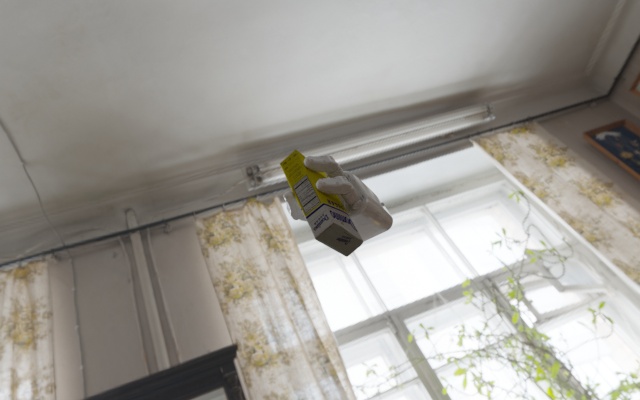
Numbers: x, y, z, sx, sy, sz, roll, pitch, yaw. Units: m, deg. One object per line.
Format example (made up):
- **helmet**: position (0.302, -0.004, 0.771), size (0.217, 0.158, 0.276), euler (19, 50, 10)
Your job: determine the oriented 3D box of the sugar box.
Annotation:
- **sugar box**: position (0.001, 0.002, 0.780), size (0.048, 0.176, 0.093), euler (-42, -41, 13)
